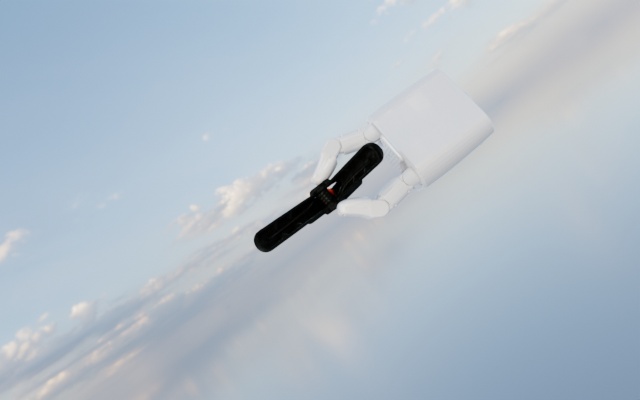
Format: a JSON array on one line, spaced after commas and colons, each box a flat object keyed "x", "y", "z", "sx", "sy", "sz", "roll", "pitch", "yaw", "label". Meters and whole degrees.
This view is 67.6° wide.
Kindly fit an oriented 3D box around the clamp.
[{"x": 0.000, "y": 0.001, "z": 0.577, "sx": 0.164, "sy": 0.036, "sz": 0.210, "roll": -37, "pitch": -4, "yaw": 0, "label": "clamp"}]
